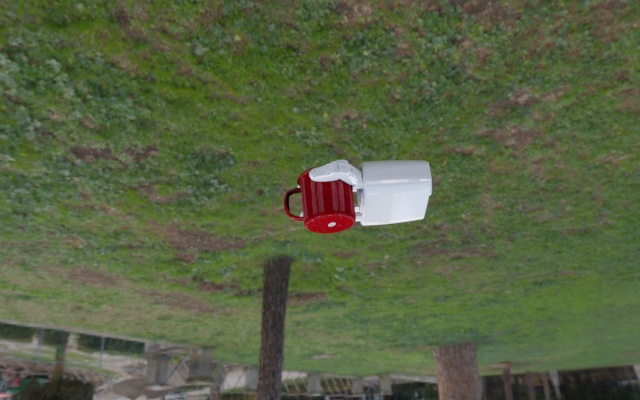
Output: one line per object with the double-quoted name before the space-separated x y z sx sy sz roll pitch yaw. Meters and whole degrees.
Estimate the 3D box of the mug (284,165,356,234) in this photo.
"mug" -0.001 0.003 0.753 0.117 0.081 0.093 -5 -25 -1
